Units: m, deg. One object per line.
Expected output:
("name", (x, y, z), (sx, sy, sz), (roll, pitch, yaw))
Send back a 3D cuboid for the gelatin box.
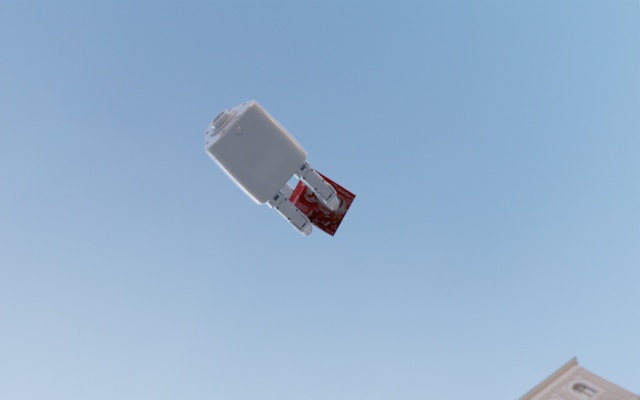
("gelatin box", (0.000, 0.002, 0.718), (0.089, 0.073, 0.030), (31, -4, -32))
